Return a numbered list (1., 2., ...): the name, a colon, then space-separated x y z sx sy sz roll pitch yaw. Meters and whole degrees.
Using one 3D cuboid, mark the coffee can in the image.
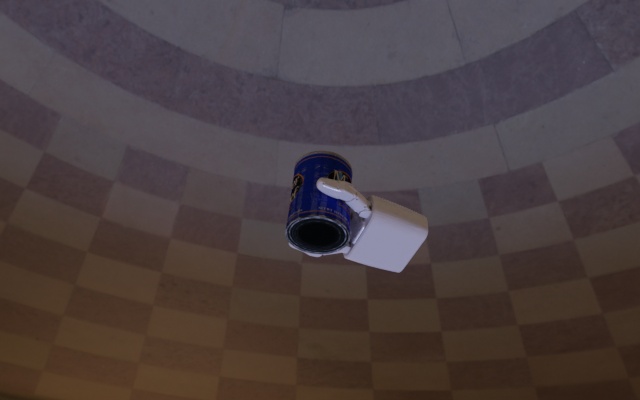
1. coffee can: 0.000 0.002 0.789 0.103 0.140 0.103 3 -40 3
